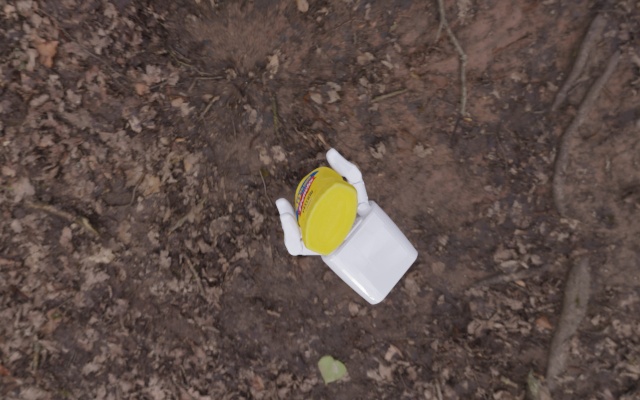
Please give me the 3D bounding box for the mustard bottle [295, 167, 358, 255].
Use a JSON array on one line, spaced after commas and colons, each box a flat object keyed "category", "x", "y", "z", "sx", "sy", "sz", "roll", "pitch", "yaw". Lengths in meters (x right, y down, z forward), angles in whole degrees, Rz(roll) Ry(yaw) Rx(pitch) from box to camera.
[{"category": "mustard bottle", "x": 0.000, "y": 0.002, "z": 0.675, "sx": 0.058, "sy": 0.096, "sz": 0.191, "roll": 20, "pitch": 10, "yaw": -13}]
